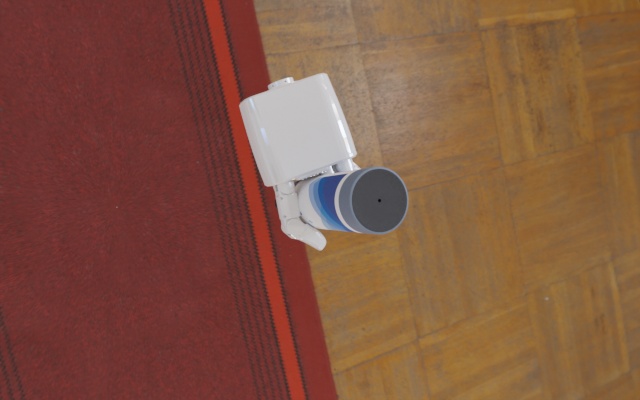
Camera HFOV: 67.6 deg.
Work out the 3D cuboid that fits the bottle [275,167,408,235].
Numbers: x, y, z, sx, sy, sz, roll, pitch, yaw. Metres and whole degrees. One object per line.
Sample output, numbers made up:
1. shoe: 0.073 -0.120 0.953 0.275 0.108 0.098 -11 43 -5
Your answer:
1. bottle: 0.000 0.002 0.598 0.069 0.069 0.295 0 -1 -23
